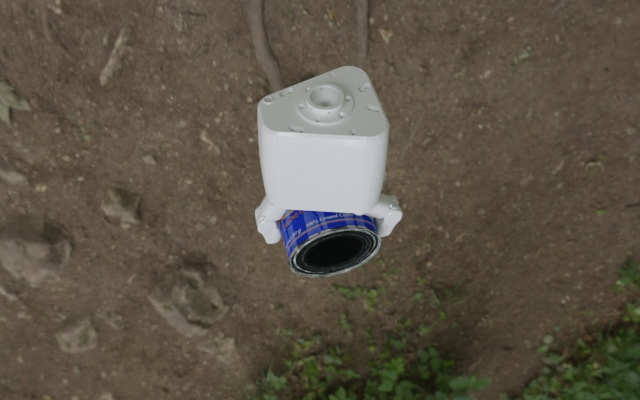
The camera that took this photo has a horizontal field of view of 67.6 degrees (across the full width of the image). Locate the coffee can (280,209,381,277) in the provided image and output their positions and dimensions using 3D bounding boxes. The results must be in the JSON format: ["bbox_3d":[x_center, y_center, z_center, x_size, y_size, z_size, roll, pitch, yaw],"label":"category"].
[{"bbox_3d":[0.000,0.002,0.548,0.103,0.140,0.103,-11,-33,-8],"label":"coffee can"}]
